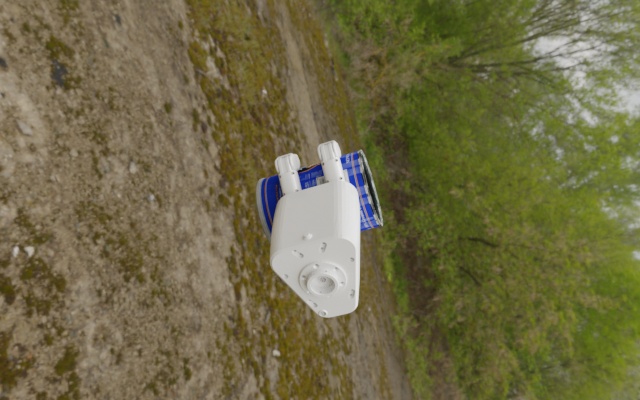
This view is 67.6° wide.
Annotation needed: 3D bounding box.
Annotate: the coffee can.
[{"bbox_3d":[0.000,0.002,0.625,0.140,0.103,0.103,-16,-3,11],"label":"coffee can"}]
